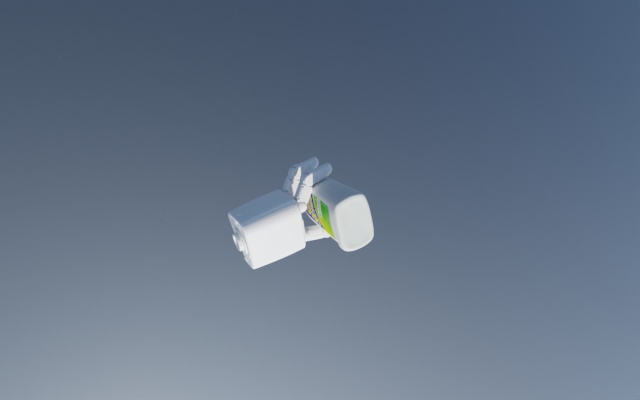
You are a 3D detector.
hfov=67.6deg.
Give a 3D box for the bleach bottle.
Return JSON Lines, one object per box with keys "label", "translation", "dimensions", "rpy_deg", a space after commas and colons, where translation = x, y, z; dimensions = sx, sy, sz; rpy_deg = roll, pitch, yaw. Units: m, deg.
{"label": "bleach bottle", "translation": [0.000, 0.003, 0.888], "dimensions": [0.068, 0.103, 0.250], "rpy_deg": [-22, 24, -21]}
